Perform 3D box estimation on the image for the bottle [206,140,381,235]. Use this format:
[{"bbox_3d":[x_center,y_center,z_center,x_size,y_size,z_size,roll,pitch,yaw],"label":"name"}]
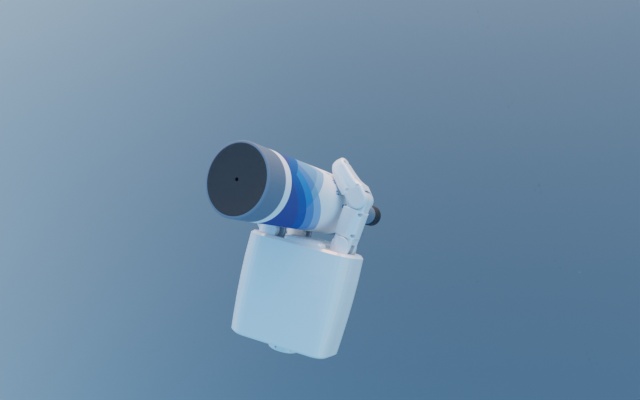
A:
[{"bbox_3d":[0.000,0.002,0.520,0.069,0.069,0.296,0,-8,28],"label":"bottle"}]
